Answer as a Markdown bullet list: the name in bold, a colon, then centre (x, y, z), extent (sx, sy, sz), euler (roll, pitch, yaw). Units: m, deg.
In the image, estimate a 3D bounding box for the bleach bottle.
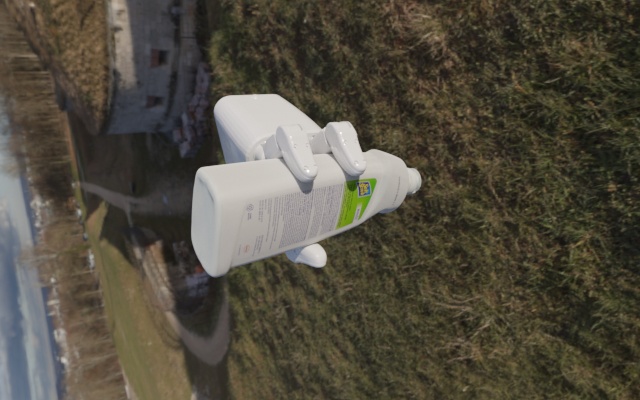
- **bleach bottle**: centre (0.000, 0.002, 0.492), extent (0.251, 0.103, 0.068), euler (-10, 39, -32)
